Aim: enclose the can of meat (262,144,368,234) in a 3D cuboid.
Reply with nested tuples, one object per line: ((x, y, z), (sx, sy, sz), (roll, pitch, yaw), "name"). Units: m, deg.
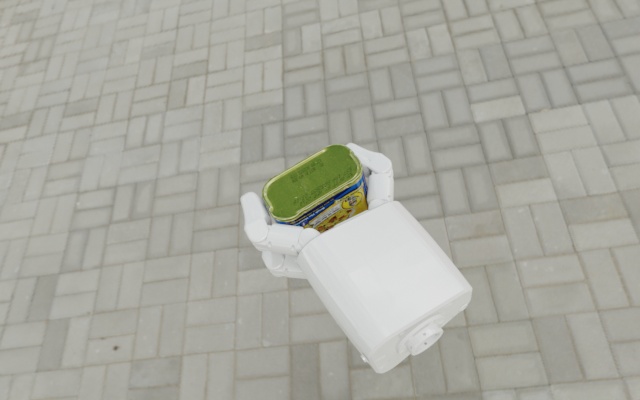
((0.000, 0.001, 0.474), (0.102, 0.057, 0.084), (-31, -32, -5), "can of meat")
